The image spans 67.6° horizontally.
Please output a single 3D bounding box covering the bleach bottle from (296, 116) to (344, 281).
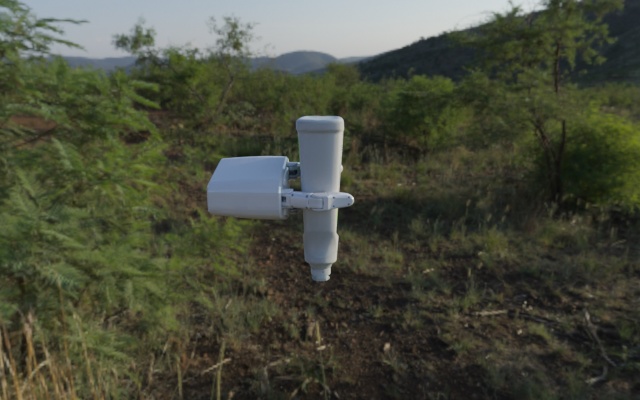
[{"bbox_3d":[0.000,0.002,0.717,0.068,0.251,0.102,1,13,3],"label":"bleach bottle"}]
